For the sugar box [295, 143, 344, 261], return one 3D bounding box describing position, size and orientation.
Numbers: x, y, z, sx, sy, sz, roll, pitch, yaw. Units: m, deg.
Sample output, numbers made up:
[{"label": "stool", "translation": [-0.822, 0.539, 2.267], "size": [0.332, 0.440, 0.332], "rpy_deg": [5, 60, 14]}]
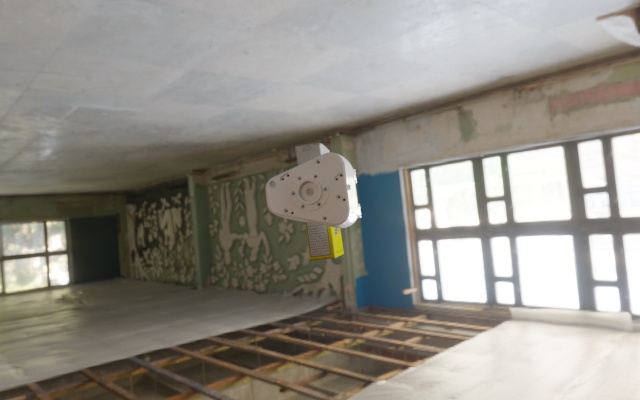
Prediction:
[{"label": "sugar box", "translation": [0.001, 0.003, 0.753], "size": [0.048, 0.176, 0.093], "rpy_deg": [-6, -3, 10]}]
